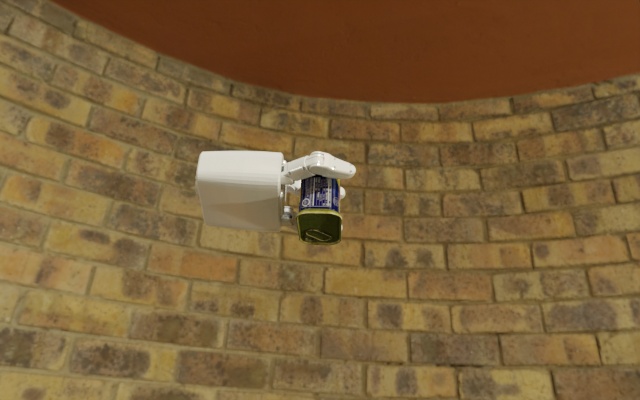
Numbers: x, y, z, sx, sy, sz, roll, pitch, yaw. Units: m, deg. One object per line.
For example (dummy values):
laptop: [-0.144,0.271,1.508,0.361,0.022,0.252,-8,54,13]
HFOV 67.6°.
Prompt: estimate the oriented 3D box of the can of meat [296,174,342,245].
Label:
can of meat: [0.000,0.002,0.637,0.057,0.084,0.102,1,-28,2]
